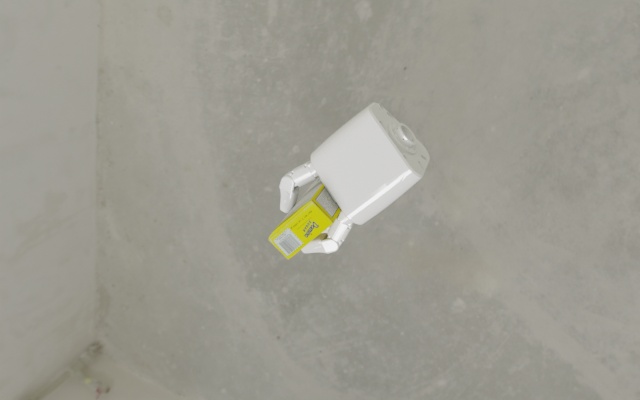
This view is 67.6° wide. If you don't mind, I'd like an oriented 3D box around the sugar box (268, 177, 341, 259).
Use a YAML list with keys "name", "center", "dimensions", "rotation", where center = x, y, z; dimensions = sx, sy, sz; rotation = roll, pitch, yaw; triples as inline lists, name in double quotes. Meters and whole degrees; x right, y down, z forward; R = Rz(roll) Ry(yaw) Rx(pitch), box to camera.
- name: "sugar box"
  center: [0.001, 0.003, 0.670]
  dimensions: [0.093, 0.048, 0.176]
  rotation: [-40, 5, 31]
